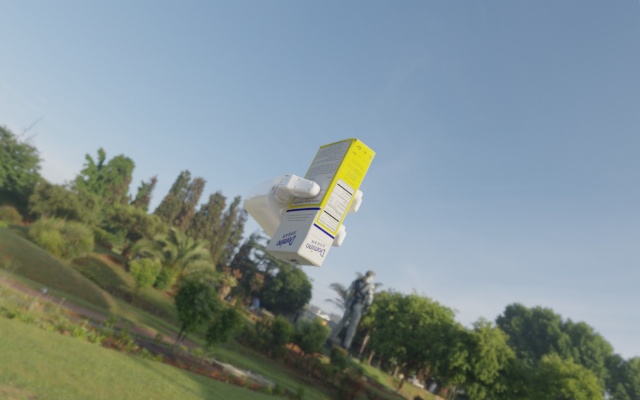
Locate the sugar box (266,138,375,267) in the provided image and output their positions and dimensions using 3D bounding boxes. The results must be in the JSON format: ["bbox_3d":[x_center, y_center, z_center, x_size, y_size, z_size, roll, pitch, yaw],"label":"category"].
[{"bbox_3d":[0.000,0.002,0.646,0.048,0.176,0.093,33,-19,-26],"label":"sugar box"}]
